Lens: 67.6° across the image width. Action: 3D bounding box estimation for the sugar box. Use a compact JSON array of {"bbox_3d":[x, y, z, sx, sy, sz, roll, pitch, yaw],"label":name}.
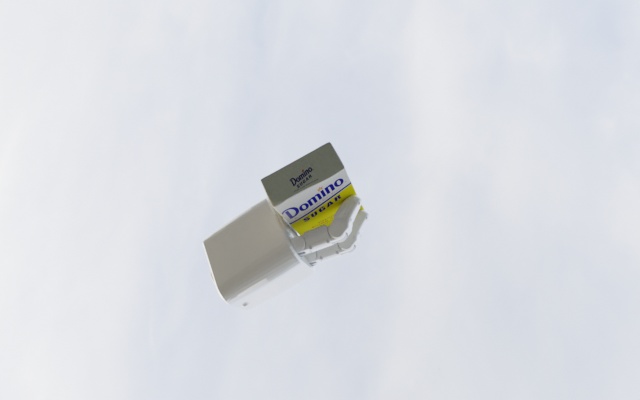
[{"bbox_3d":[0.000,0.003,0.604,0.093,0.048,0.176,-29,-23,3],"label":"sugar box"}]
